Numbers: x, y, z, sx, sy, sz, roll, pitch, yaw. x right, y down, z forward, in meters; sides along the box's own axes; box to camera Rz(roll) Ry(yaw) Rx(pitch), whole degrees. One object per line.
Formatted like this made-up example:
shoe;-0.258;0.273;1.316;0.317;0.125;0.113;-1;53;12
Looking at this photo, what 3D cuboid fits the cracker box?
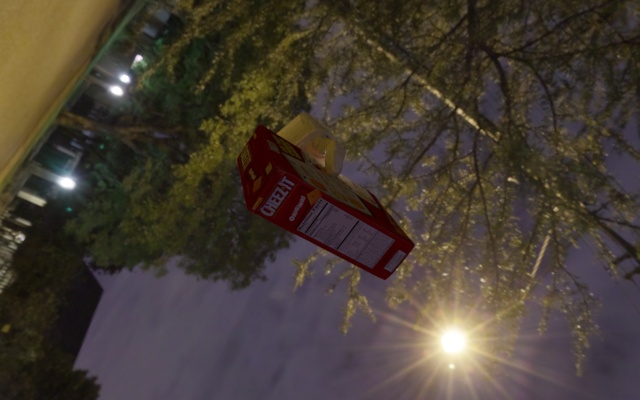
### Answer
cracker box;0.000;0.002;0.633;0.214;0.072;0.164;29;15;-25
